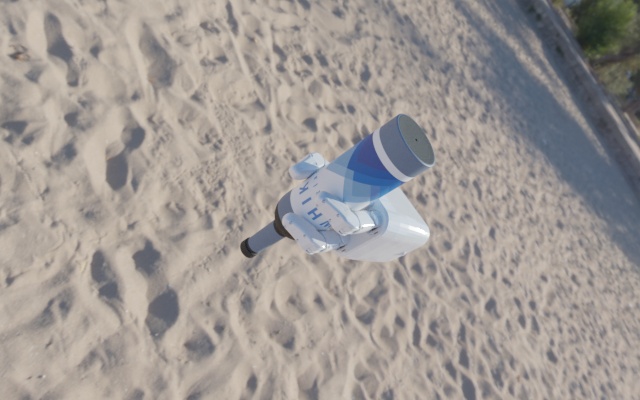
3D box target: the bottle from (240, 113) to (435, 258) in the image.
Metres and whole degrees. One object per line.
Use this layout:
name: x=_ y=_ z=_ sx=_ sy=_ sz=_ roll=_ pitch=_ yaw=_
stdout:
bottle: x=0.000 y=0.002 z=0.590 sx=0.296 sy=0.069 sz=0.069 roll=-33 pitch=-20 yaw=34
